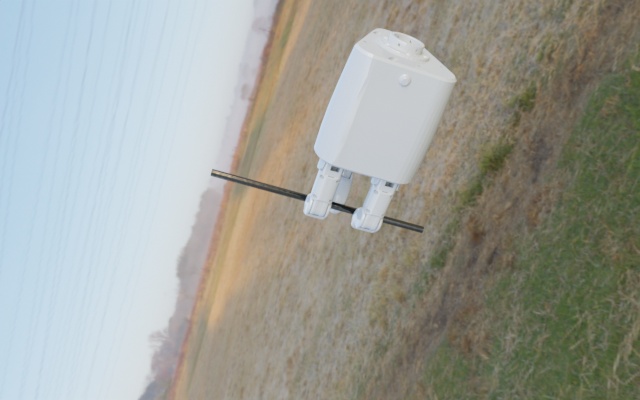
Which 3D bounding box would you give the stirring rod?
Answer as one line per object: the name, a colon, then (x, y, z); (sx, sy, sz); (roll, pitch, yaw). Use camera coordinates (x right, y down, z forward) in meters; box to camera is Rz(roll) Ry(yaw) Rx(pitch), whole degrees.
stirring rod: (0.000, 0.002, 0.520); (0.239, 0.011, 0.011); (15, -2, -9)
